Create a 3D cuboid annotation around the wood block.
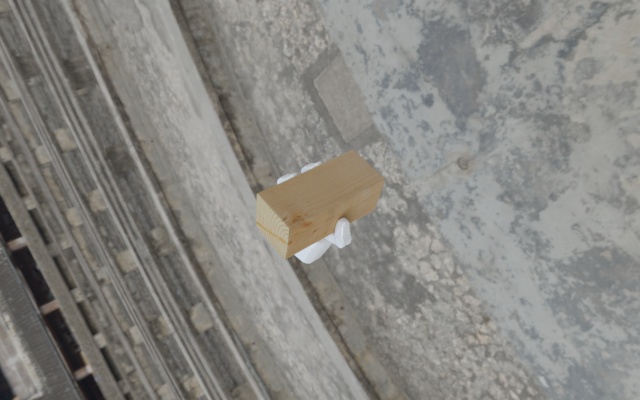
[{"bbox_3d":[0.000,0.003,0.828,0.206,0.090,0.090,-27,59,-29],"label":"wood block"}]
